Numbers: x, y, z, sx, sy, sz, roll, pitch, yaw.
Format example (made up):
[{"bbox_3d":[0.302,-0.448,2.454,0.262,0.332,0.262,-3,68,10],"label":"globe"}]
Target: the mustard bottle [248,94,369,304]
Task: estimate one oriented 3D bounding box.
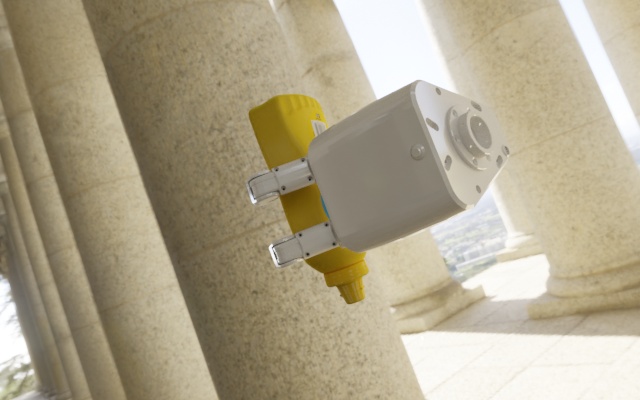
[{"bbox_3d":[0.000,0.001,0.439,0.058,0.191,0.096,-23,-6,21],"label":"mustard bottle"}]
